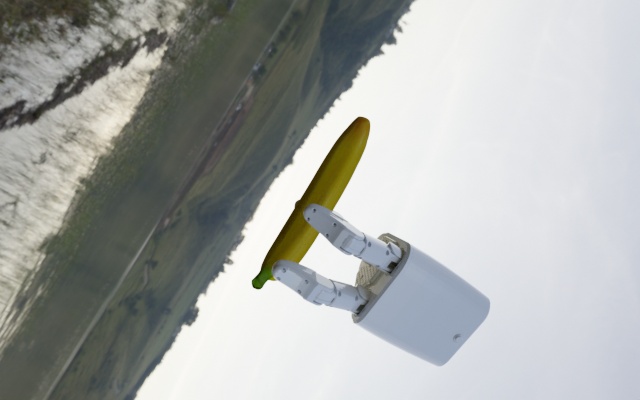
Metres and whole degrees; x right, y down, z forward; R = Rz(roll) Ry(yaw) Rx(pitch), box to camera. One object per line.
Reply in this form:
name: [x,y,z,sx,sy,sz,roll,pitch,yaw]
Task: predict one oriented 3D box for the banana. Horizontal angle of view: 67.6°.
banana: [-0.004,0.006,0.484,0.037,0.198,0.069,32,-9,-4]
